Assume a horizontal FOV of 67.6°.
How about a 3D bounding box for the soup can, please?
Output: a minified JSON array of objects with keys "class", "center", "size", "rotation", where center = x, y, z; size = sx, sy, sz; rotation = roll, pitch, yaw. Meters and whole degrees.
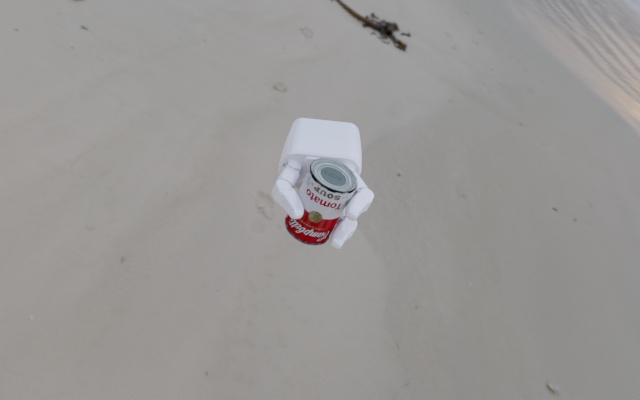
[{"class":"soup can","center":[0.000,0.002,0.640],"size":[0.068,0.102,0.068],"rotation":[16,39,-14]}]
